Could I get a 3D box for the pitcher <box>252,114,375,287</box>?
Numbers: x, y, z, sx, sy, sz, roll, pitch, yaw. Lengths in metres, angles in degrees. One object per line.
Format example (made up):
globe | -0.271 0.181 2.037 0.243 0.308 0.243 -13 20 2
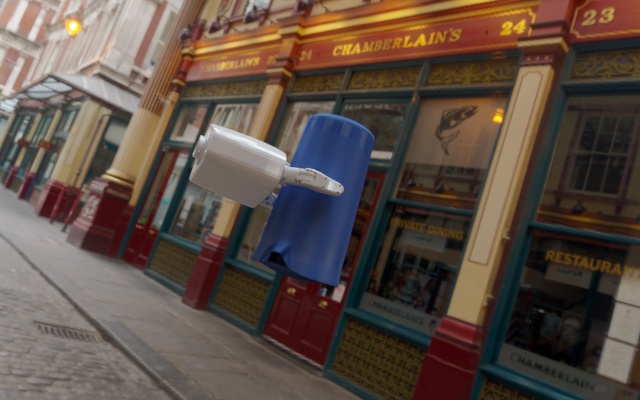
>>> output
pitcher | 0.000 0.002 0.727 0.145 0.243 0.149 22 -9 -21
